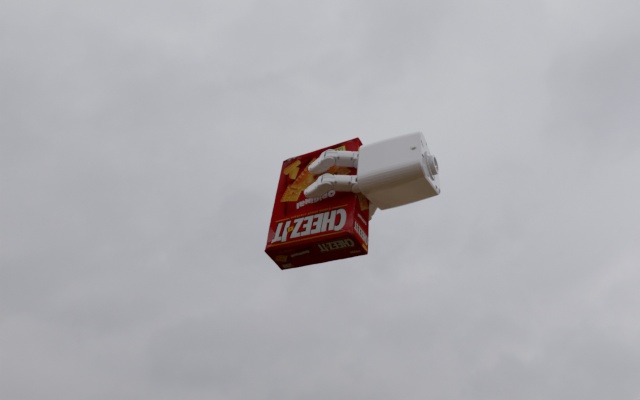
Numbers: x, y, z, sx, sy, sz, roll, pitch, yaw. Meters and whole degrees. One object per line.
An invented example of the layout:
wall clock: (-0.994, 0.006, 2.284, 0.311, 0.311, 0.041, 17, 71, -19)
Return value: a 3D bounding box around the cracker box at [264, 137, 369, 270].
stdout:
cracker box: (0.000, 0.003, 0.836, 0.164, 0.213, 0.072, -14, -44, 24)
